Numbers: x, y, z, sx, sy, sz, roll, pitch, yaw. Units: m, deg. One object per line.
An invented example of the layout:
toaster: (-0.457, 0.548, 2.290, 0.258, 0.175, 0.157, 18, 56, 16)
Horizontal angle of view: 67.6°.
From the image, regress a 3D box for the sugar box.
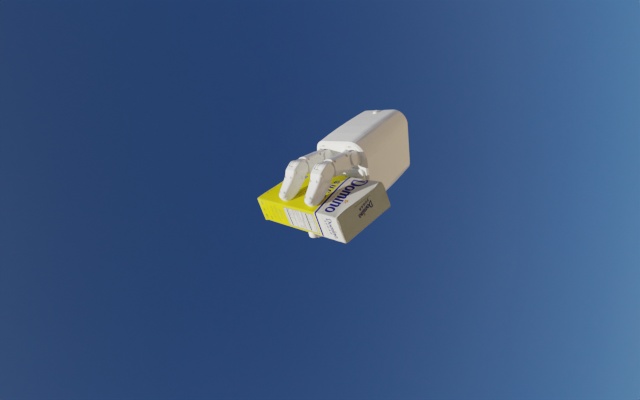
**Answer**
sugar box: (0.000, 0.002, 0.666, 0.093, 0.048, 0.176, -37, 28, -31)
